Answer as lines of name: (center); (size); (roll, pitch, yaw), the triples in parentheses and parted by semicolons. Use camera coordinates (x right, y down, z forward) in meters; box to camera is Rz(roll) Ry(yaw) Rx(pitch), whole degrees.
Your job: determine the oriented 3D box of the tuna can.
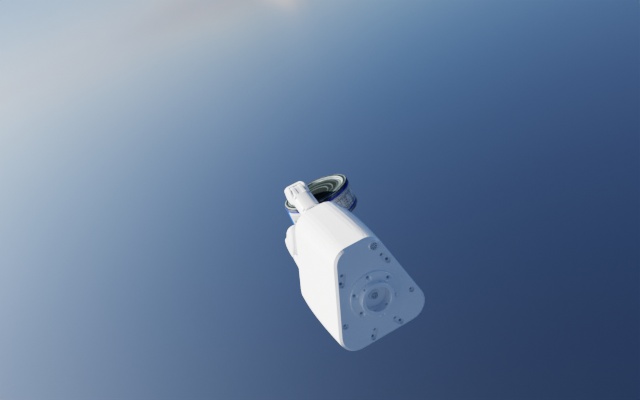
tuna can: (0.000, 0.001, 0.593); (0.086, 0.034, 0.086); (-23, 20, 9)
